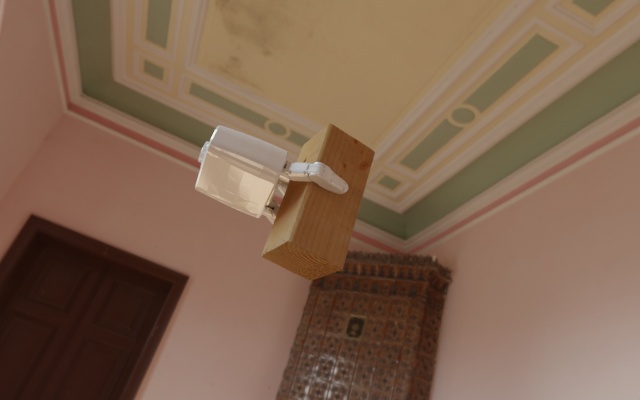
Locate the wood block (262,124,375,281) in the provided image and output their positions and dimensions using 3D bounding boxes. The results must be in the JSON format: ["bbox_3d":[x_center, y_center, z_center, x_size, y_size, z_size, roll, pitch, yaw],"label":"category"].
[{"bbox_3d":[0.000,0.002,0.713,0.090,0.206,0.091,30,-31,-20],"label":"wood block"}]
